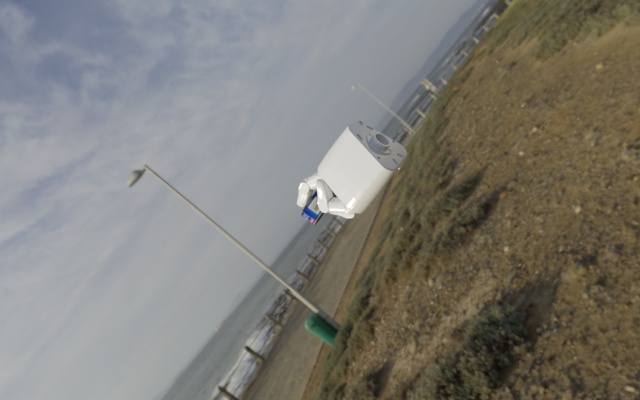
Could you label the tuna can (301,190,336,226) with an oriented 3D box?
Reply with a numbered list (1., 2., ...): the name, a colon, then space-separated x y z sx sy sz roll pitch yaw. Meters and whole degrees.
1. tuna can: 0.000 0.003 0.900 0.034 0.086 0.086 35 2 4
